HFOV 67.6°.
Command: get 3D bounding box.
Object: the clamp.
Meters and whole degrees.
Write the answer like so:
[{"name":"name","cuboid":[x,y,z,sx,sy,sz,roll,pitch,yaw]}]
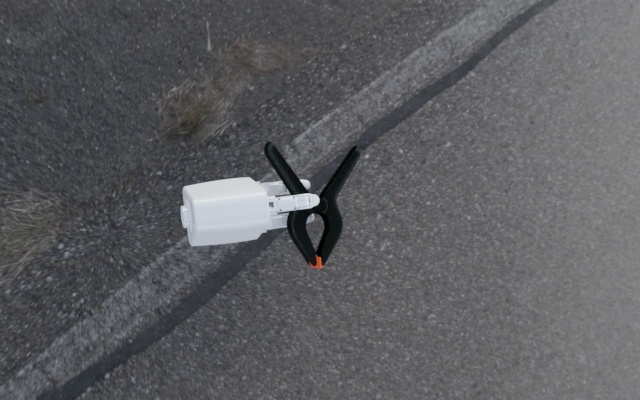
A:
[{"name":"clamp","cuboid":[0.000,0.003,0.778,0.164,0.210,0.036,-7,-1,-20]}]
